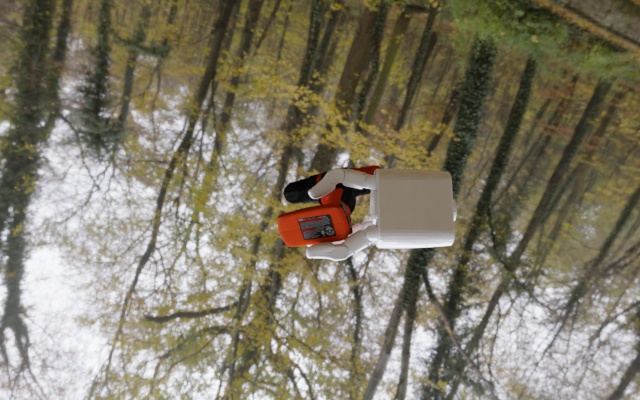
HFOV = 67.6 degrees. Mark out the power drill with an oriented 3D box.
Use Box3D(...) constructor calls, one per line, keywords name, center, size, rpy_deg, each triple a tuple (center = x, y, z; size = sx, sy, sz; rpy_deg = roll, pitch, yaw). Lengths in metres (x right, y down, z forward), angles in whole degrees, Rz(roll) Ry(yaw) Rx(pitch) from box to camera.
Box3D(name="power drill", center=(0.000, 0.003, 0.754), size=(0.184, 0.057, 0.187), rpy_deg=(-11, 22, 23))
